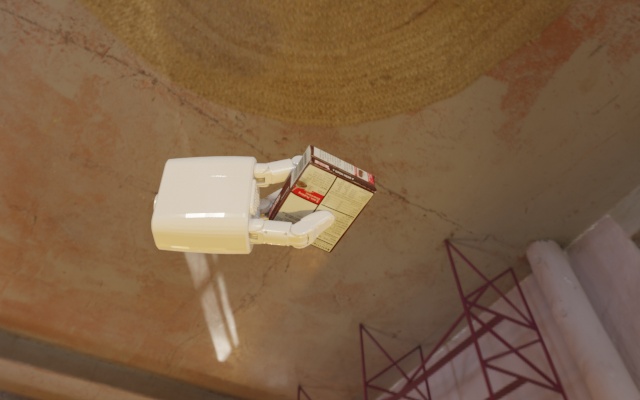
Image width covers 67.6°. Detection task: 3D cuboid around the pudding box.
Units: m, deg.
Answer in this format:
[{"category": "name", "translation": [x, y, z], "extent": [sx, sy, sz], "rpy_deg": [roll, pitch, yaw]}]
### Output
[{"category": "pudding box", "translation": [0.000, 0.002, 0.570], "extent": [0.090, 0.113, 0.039], "rpy_deg": [24, 35, -17]}]
